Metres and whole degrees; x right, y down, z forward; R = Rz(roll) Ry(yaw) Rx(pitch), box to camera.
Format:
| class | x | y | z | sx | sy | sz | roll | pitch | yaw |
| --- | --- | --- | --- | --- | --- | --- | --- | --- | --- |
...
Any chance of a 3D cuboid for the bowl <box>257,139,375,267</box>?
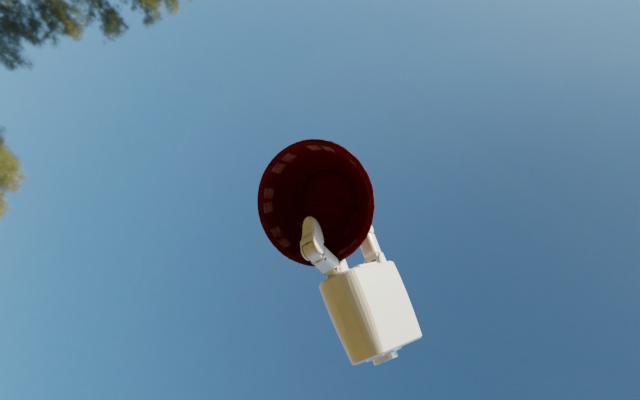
| class | x | y | z | sx | sy | sz | roll | pitch | yaw |
| --- | --- | --- | --- | --- | --- | --- | --- | --- | --- |
| bowl | 0.000 | 0.001 | 0.626 | 0.162 | 0.162 | 0.055 | 0 | 4 | 23 |
